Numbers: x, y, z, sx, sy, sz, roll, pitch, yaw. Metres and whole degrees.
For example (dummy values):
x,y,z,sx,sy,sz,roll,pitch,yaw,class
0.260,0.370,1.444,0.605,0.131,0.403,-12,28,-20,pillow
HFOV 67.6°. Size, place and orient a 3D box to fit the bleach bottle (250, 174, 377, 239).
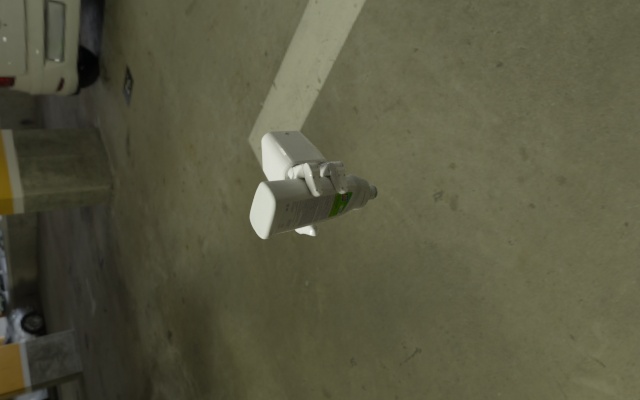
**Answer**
x,y,z,sx,sy,sz,roll,pitch,yaw,class
0.000,0.003,0.888,0.251,0.103,0.068,-7,44,-35,bleach bottle
